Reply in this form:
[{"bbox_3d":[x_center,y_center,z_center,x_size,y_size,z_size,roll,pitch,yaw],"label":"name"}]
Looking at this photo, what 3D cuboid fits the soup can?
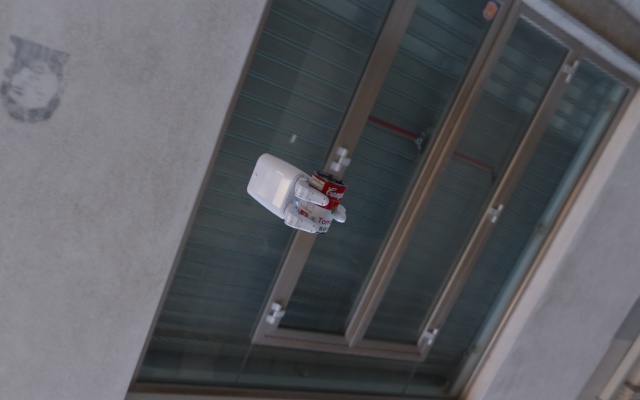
[{"bbox_3d":[0.000,0.003,0.896,0.068,0.102,0.068,22,13,-5],"label":"soup can"}]
